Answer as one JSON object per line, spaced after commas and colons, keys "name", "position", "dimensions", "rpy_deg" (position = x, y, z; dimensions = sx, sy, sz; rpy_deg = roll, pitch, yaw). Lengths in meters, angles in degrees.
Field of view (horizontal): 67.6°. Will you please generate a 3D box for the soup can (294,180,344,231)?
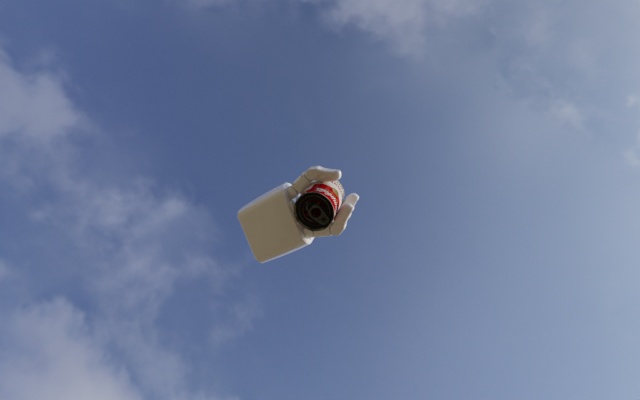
{"name": "soup can", "position": [0.001, 0.002, 0.818], "dimensions": [0.068, 0.068, 0.102], "rpy_deg": [0, 19, 13]}
